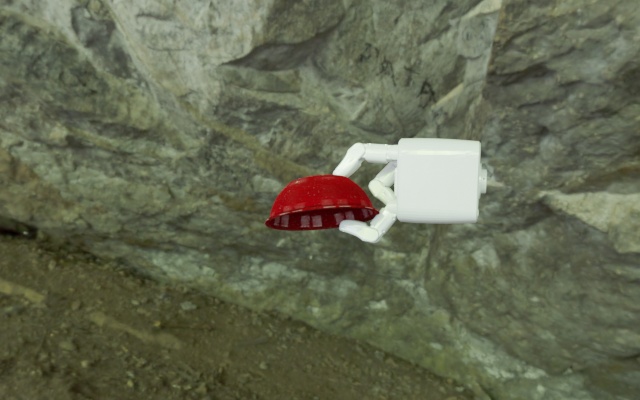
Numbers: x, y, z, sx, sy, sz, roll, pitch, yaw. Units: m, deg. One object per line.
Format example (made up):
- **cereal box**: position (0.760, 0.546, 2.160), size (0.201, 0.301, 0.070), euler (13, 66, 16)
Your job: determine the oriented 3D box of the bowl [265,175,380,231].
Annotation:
- **bowl**: position (-0.001, 0.002, 0.676), size (0.162, 0.055, 0.162), euler (-6, -13, -1)
